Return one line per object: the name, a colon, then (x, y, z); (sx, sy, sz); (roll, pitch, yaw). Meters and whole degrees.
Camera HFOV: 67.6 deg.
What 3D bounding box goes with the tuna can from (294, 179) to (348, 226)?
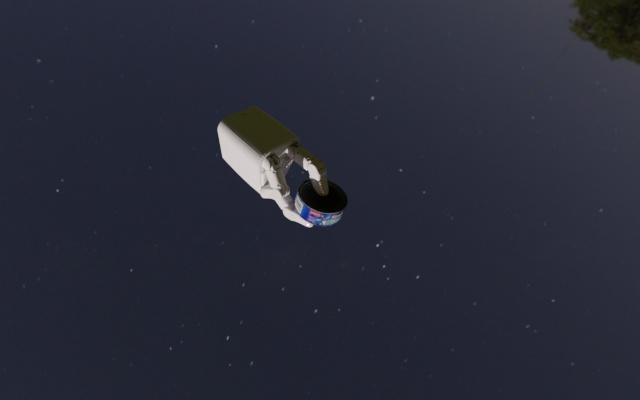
tuna can: (0.000, 0.003, 0.801); (0.086, 0.034, 0.086); (11, 41, -10)
